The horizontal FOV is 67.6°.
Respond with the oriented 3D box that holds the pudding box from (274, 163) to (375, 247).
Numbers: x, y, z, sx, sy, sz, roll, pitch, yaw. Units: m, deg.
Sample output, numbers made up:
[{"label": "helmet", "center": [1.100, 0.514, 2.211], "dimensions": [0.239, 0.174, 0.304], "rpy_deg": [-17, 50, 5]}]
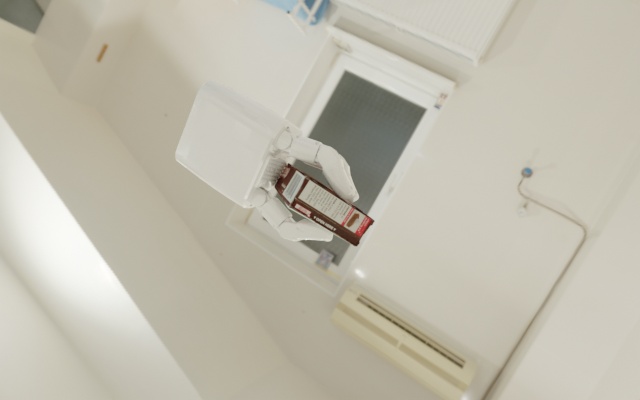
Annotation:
[{"label": "pudding box", "center": [0.000, 0.002, 0.534], "dimensions": [0.090, 0.039, 0.113], "rpy_deg": [31, 5, -17]}]
